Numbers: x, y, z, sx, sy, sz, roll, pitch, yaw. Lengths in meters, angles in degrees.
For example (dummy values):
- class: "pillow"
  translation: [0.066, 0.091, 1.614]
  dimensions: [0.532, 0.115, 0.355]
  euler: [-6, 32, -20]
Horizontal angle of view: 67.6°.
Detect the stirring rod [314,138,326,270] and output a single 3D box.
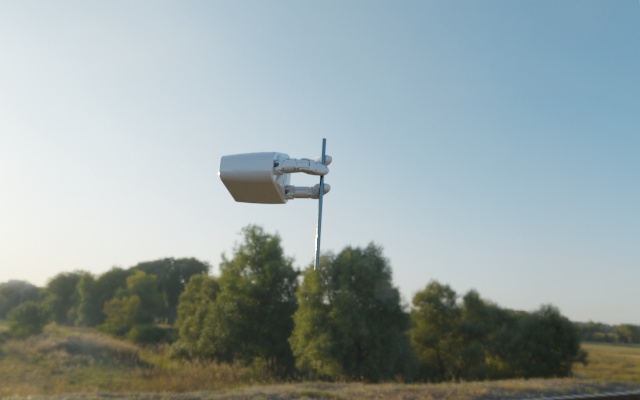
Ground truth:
- class: "stirring rod"
  translation: [0.000, 0.003, 0.851]
  dimensions: [0.011, 0.239, 0.011]
  euler: [3, -14, 1]
